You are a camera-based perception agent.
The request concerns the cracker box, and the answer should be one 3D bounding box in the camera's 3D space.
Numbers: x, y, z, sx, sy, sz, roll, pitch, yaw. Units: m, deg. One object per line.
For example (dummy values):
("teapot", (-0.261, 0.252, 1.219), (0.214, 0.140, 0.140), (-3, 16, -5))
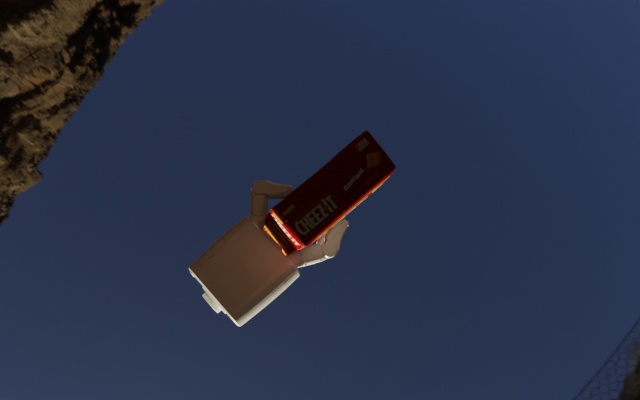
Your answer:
("cracker box", (0.000, 0.002, 0.691), (0.164, 0.072, 0.214), (-41, 1, -15))
